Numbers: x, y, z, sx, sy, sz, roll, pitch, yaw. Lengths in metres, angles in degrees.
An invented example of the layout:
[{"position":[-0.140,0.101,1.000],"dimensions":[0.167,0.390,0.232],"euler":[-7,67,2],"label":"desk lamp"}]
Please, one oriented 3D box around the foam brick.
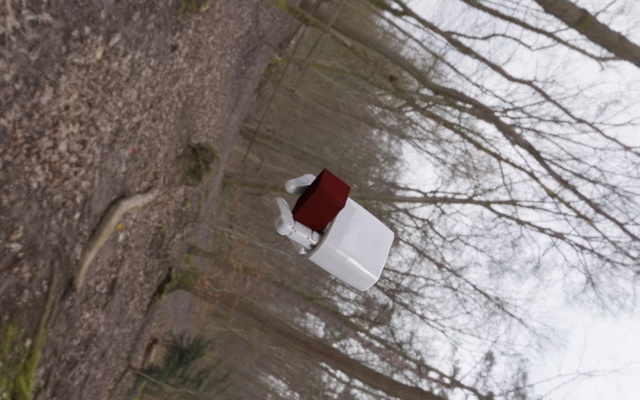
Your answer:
[{"position":[0.000,0.002,0.710],"dimensions":[0.051,0.078,0.053],"euler":[36,36,-10],"label":"foam brick"}]
